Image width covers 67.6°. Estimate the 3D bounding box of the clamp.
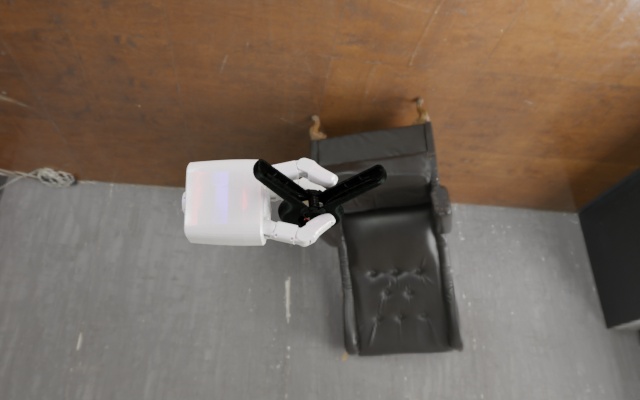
[{"bbox_3d":[0.000,0.003,0.662,0.164,0.036,0.210,0,-26,0],"label":"clamp"}]
